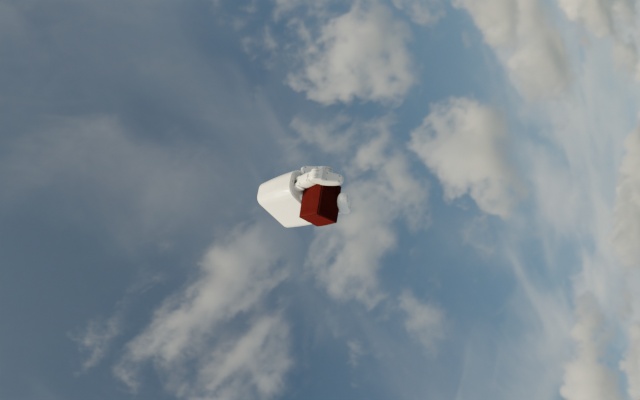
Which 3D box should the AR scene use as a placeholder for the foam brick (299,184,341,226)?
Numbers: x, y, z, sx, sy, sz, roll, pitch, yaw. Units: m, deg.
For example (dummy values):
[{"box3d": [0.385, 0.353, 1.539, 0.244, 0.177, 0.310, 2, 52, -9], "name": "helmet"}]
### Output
[{"box3d": [0.000, 0.003, 0.893, 0.051, 0.078, 0.053, -15, -32, 42], "name": "foam brick"}]
